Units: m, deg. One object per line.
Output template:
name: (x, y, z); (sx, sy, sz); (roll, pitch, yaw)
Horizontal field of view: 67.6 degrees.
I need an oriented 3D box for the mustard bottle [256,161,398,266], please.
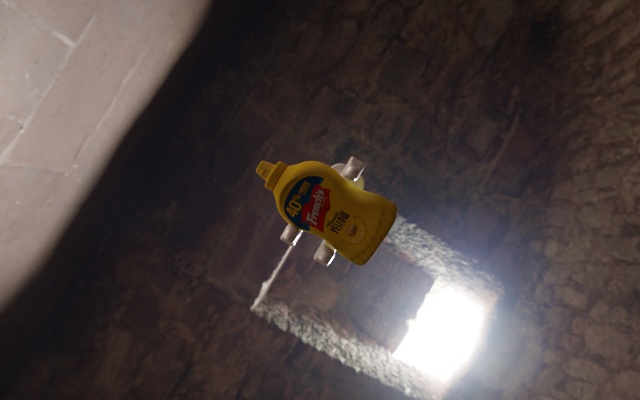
mustard bottle: (0.000, 0.002, 0.642); (0.191, 0.096, 0.058); (31, 26, -1)
